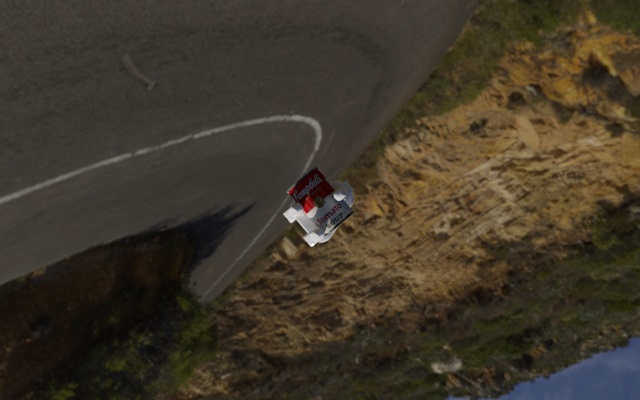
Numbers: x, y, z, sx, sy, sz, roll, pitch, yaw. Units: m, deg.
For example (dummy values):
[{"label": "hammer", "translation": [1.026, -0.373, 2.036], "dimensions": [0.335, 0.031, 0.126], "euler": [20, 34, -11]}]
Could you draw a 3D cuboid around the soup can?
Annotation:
[{"label": "soup can", "translation": [0.000, 0.003, 0.821], "dimensions": [0.068, 0.102, 0.068], "euler": [-40, -2, -2]}]
